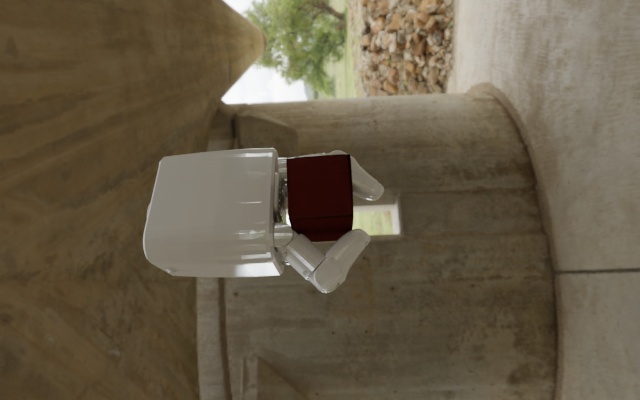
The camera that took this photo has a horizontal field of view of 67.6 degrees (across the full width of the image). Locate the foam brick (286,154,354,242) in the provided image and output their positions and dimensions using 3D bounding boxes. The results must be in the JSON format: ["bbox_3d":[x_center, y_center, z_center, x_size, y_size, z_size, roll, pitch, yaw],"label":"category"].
[{"bbox_3d":[0.000,0.001,0.402,0.051,0.053,0.078,-2,-20,1],"label":"foam brick"}]
